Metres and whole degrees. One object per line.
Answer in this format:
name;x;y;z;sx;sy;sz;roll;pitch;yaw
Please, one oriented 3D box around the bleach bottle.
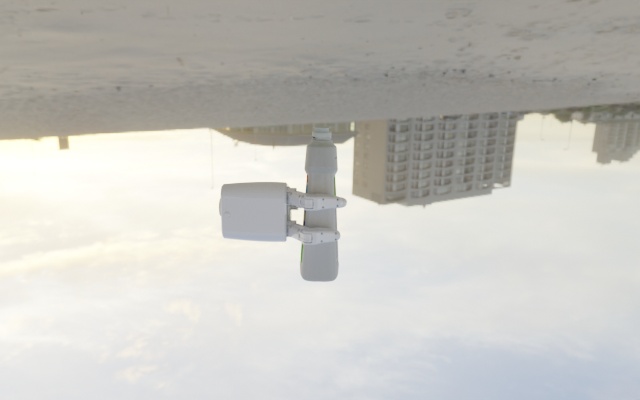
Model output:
bleach bottle;0.000;0.003;0.798;0.068;0.251;0.102;1;14;-1
